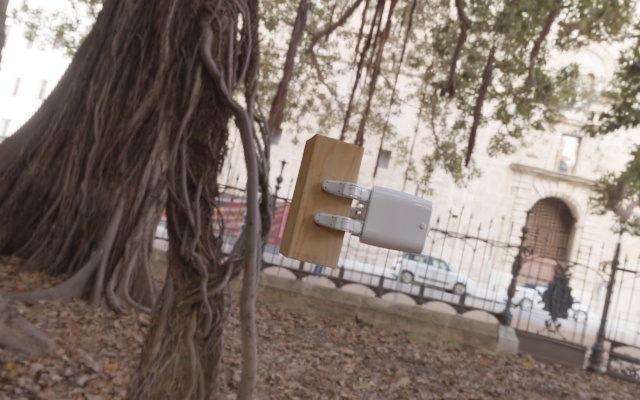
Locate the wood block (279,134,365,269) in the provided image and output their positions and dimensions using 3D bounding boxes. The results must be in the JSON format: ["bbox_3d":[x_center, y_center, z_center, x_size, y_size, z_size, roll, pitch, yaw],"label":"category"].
[{"bbox_3d":[0.000,0.003,0.817,0.090,0.206,0.091,14,-4,-11],"label":"wood block"}]
